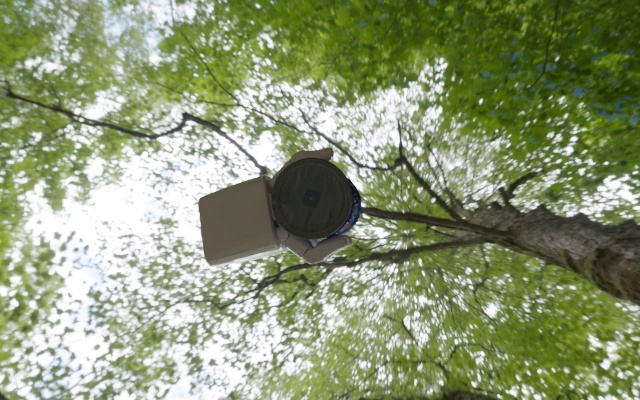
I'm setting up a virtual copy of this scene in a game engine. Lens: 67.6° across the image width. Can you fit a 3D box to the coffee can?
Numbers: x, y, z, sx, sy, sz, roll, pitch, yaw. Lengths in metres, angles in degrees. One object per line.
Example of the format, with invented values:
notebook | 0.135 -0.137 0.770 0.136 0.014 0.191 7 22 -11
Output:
coffee can | 0.000 0.002 0.661 0.103 0.103 0.140 0 -4 10
